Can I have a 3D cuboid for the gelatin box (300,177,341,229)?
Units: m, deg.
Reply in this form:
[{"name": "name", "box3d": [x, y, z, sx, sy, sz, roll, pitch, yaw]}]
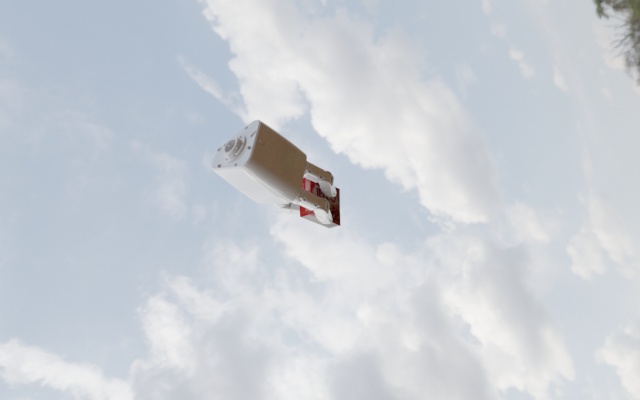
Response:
[{"name": "gelatin box", "box3d": [0.000, 0.003, 0.847, 0.030, 0.073, 0.089, -16, -26, 34]}]
